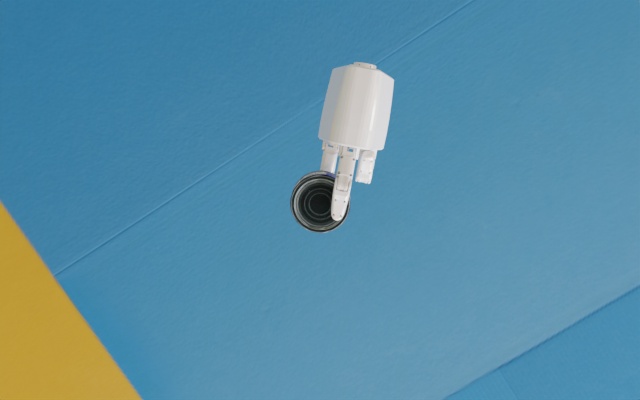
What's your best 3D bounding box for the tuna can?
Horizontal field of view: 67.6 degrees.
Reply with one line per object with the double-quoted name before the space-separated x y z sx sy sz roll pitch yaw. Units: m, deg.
"tuna can" 0.000 0.002 0.678 0.086 0.086 0.033 0 13 2
